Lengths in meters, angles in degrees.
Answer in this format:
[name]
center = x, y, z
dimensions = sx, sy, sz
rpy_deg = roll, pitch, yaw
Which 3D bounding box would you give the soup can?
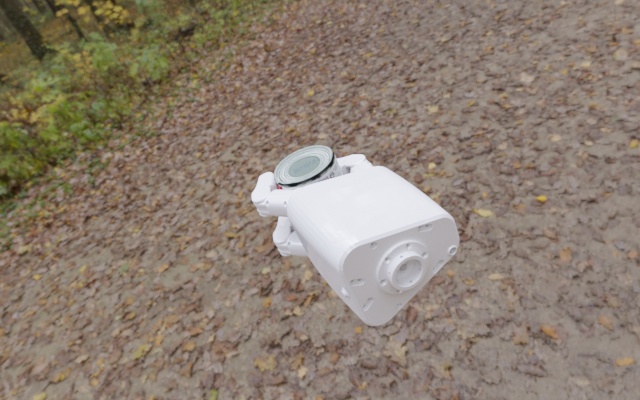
[soup can]
center = 0.000, 0.001, 0.508
dimensions = 0.068, 0.102, 0.068
rpy_deg = -17, 34, 12
